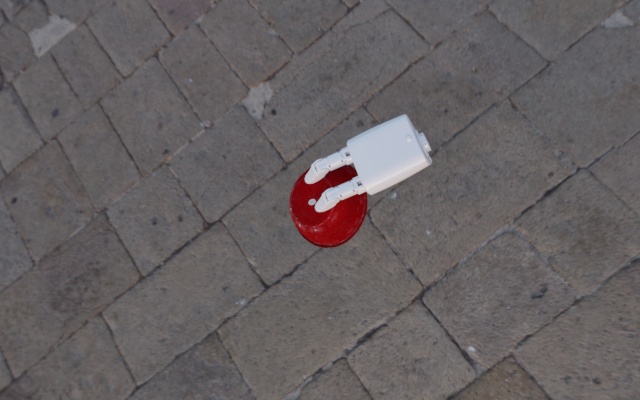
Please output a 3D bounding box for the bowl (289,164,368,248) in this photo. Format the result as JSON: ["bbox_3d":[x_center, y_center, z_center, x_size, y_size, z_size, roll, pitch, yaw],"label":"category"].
[{"bbox_3d":[-0.001,0.004,0.846,0.162,0.162,0.055,0,-6,33],"label":"bowl"}]
